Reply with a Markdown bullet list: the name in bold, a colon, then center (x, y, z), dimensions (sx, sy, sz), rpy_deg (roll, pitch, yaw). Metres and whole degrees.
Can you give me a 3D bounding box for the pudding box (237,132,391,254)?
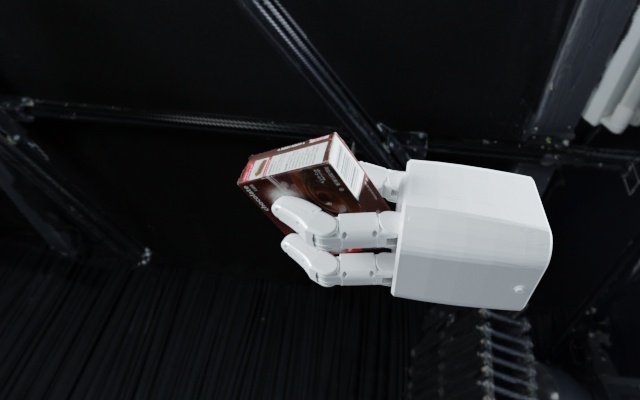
- **pudding box**: center (0.000, 0.001, 0.406), dimensions (0.090, 0.039, 0.113), rpy_deg (-12, -47, 31)
